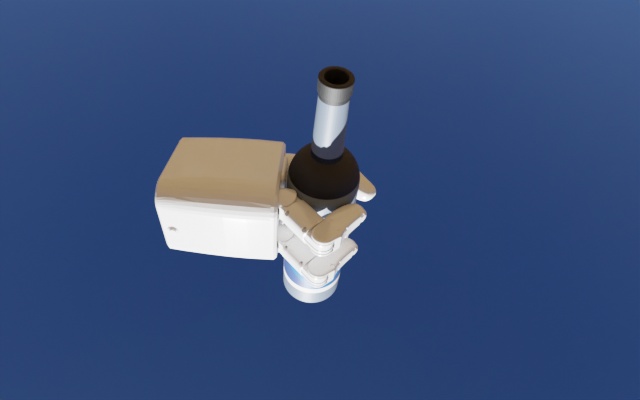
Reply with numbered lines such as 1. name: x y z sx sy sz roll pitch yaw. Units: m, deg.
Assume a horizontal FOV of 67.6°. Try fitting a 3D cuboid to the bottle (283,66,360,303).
1. bottle: 0.000 0.002 0.464 0.069 0.069 0.296 0 -39 -6
